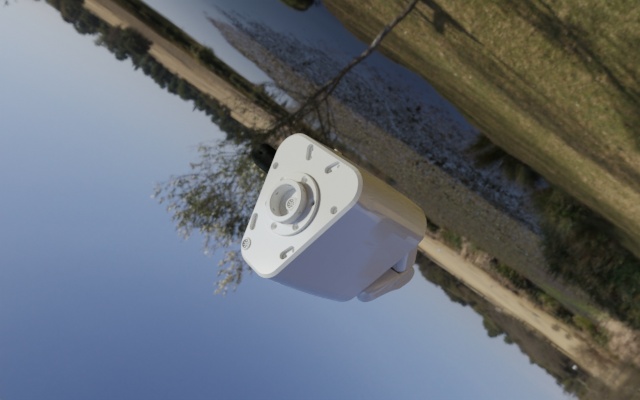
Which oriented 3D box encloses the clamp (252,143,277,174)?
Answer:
[{"bbox_3d":[0.000,0.002,0.494,0.171,0.039,0.120,37,5,39],"label":"clamp"}]
